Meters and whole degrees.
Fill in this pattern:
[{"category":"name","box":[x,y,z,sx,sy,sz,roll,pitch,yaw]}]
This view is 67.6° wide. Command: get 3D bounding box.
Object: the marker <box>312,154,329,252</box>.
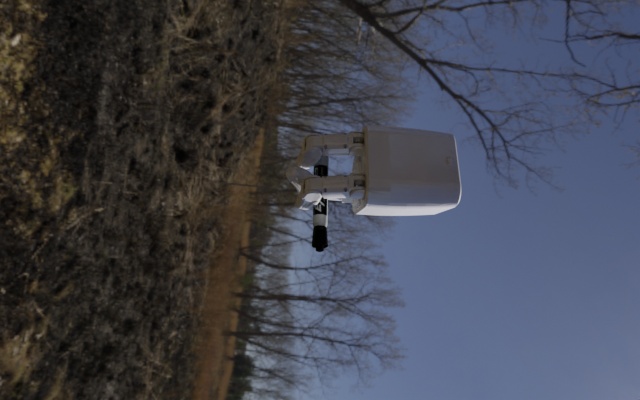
[{"category":"marker","box":[0.000,0.002,0.565,0.020,0.121,0.020,1,-24,0]}]
